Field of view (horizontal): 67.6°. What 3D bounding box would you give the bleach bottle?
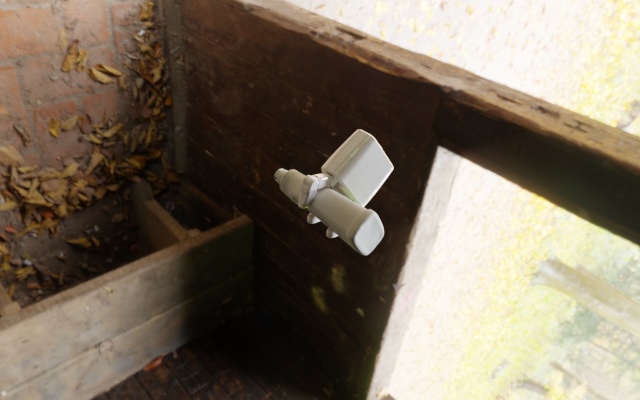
[{"bbox_3d":[0.000,0.003,0.894,0.250,0.068,0.103,35,-12,33],"label":"bleach bottle"}]
